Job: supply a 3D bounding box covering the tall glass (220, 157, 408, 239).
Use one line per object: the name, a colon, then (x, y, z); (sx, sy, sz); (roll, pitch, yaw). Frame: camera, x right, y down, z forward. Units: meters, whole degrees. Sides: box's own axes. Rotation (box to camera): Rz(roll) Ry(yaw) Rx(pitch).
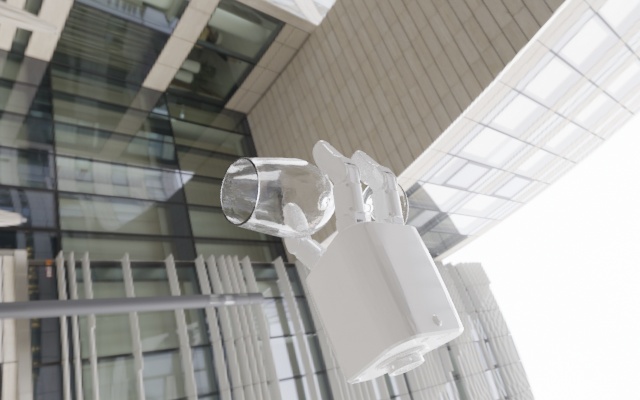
tall glass: (0.000, 0.002, 0.490); (0.201, 0.079, 0.079); (8, -5, -42)
